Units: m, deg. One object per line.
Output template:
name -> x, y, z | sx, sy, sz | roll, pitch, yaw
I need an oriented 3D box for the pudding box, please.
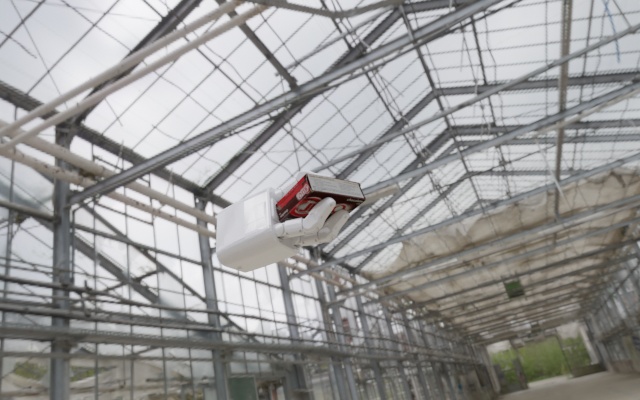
pudding box -> 0.000, 0.002, 0.749 | 0.113, 0.039, 0.090 | 5, -35, -39
